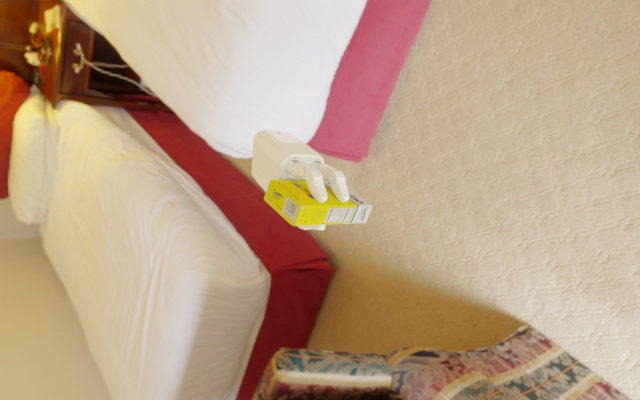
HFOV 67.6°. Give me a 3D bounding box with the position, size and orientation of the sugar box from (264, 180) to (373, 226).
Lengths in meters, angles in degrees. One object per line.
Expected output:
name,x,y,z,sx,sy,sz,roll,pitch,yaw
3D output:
sugar box,0.000,0.002,0.835,0.176,0.048,0.093,-4,32,-43
